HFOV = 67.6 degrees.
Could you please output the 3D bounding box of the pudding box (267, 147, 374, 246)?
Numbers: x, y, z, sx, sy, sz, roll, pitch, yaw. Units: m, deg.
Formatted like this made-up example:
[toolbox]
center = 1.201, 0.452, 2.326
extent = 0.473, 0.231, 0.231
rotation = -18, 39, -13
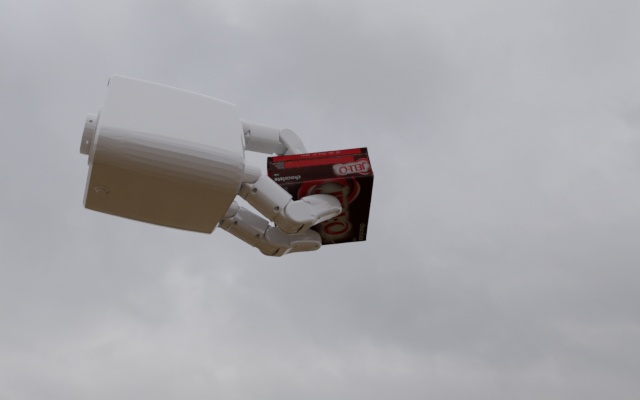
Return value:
[pudding box]
center = 0.000, 0.001, 0.447
extent = 0.090, 0.039, 0.114
rotation = -5, -32, -2
